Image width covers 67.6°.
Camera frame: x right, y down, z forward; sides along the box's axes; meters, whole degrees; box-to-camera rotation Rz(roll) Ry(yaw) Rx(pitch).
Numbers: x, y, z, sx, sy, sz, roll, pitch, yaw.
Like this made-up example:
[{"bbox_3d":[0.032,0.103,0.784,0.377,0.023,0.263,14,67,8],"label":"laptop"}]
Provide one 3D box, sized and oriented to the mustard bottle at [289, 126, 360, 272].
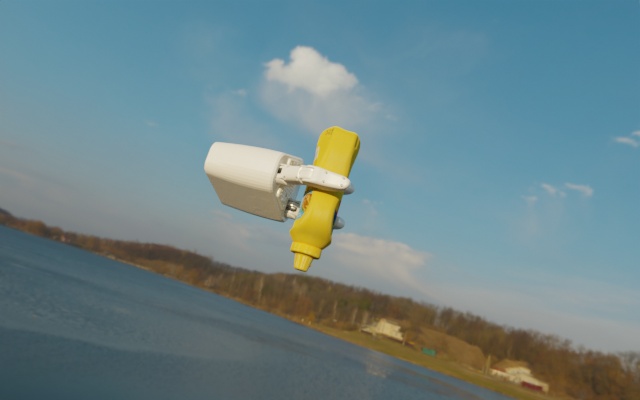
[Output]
[{"bbox_3d":[0.001,0.002,0.647,0.058,0.191,0.096,19,-14,-7],"label":"mustard bottle"}]
